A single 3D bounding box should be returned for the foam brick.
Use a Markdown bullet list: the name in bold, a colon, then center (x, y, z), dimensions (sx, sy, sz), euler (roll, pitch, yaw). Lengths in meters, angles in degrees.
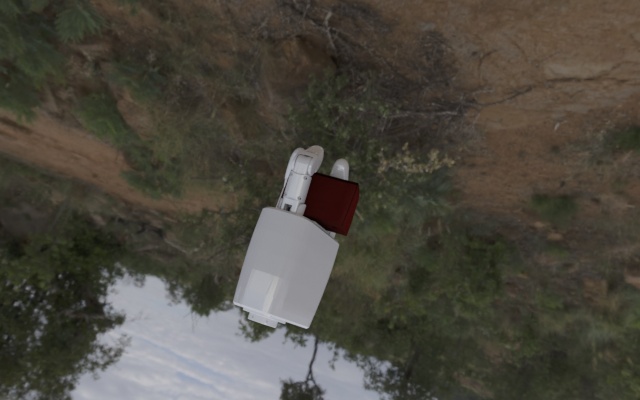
- **foam brick**: center (0.000, 0.002, 0.540), dimensions (0.078, 0.051, 0.053), euler (15, -15, 13)
